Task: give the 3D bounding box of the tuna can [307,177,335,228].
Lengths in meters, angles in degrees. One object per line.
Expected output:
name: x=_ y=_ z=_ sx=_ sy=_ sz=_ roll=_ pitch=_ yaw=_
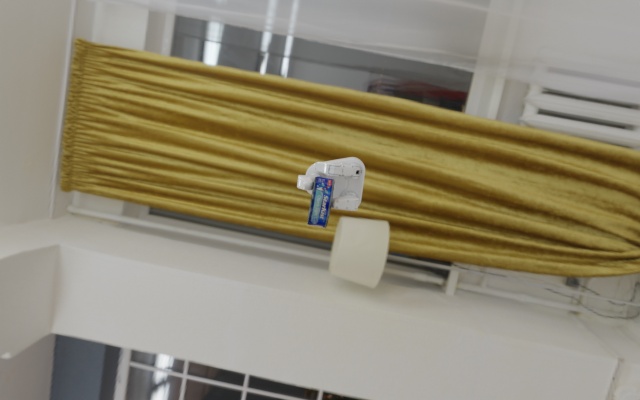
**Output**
tuna can: x=0.000 y=0.003 z=0.819 sx=0.034 sy=0.086 sz=0.086 roll=10 pitch=0 yaw=-2
